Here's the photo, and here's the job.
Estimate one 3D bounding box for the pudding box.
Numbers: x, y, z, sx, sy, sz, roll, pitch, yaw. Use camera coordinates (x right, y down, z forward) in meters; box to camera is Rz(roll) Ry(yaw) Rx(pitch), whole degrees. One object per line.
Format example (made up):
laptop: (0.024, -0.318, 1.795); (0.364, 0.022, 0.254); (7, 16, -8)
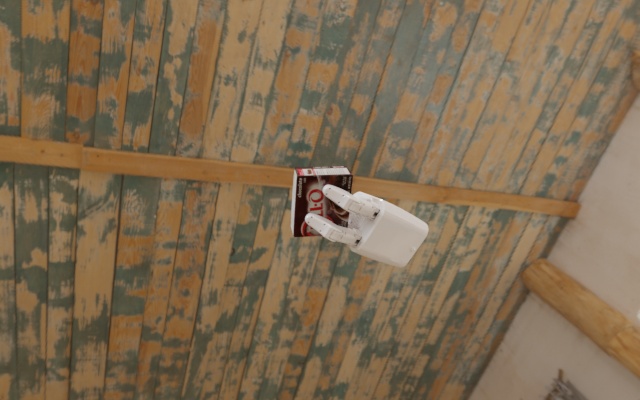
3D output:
pudding box: (0.000, 0.002, 0.762); (0.090, 0.113, 0.039); (-3, 26, -13)
